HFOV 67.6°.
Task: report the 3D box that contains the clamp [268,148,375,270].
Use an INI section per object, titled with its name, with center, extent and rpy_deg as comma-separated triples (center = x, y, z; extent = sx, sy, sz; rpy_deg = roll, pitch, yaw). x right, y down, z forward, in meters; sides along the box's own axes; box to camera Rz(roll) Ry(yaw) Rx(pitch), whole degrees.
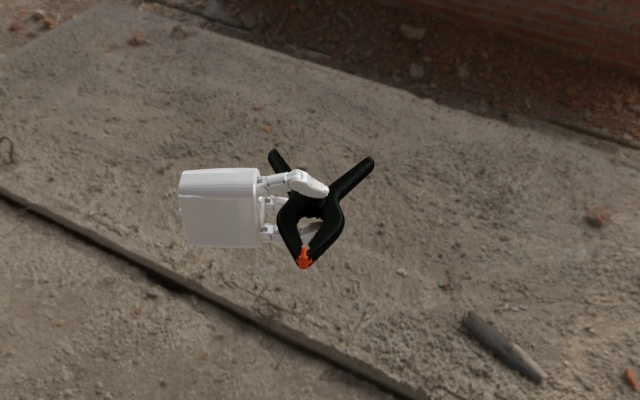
[clamp]
center = 0.000, 0.002, 0.681
extent = 0.164, 0.209, 0.036
rpy_deg = -1, -40, 1
